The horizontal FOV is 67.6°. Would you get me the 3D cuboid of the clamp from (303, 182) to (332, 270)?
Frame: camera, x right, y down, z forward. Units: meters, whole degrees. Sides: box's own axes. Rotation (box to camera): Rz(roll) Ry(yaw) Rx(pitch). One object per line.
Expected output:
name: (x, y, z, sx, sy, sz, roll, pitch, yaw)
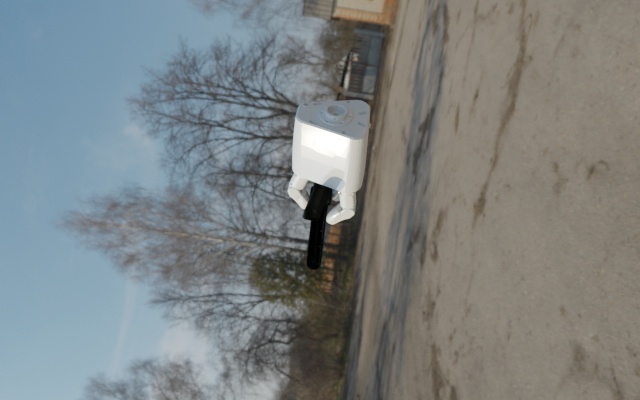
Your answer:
clamp: (-0.001, 0.002, 0.814, 0.036, 0.209, 0.165, 7, -42, 5)
